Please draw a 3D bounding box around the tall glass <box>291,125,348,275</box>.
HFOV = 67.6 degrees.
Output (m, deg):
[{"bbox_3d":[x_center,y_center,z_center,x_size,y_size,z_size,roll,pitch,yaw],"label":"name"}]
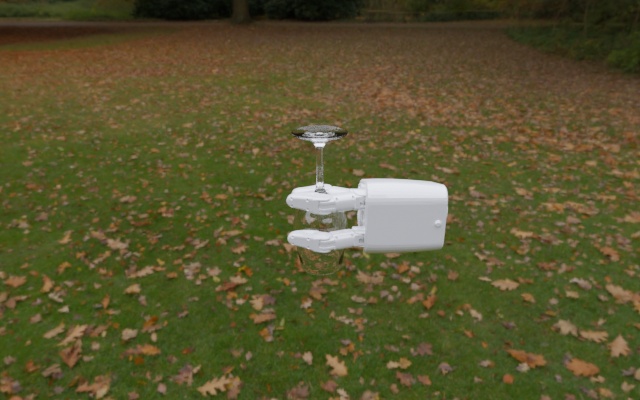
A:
[{"bbox_3d":[0.000,0.002,0.664,0.079,0.201,0.079,0,23,0],"label":"tall glass"}]
